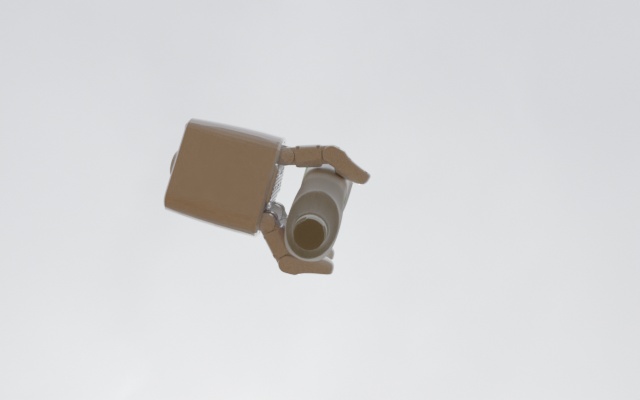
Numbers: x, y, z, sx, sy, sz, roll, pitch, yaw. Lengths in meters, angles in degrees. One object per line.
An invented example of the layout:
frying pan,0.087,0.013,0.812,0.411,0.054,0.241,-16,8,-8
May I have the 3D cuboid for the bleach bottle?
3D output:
bleach bottle,0.000,0.002,0.539,0.068,0.102,0.251,15,10,1
